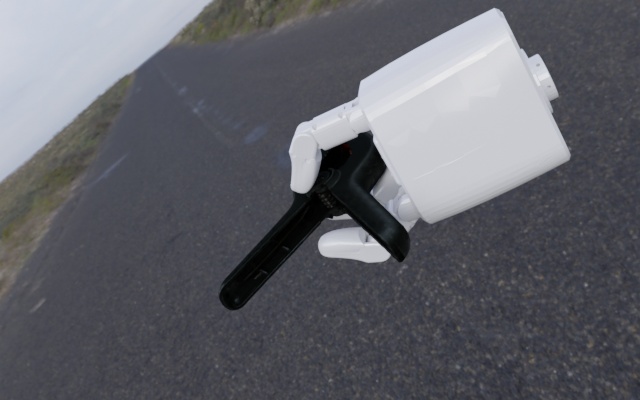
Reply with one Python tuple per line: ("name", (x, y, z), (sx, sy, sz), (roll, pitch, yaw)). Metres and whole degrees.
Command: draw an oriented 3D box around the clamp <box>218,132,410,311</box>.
("clamp", (0.000, 0.000, 0.408), (0.164, 0.036, 0.209), (-25, 28, 25))
